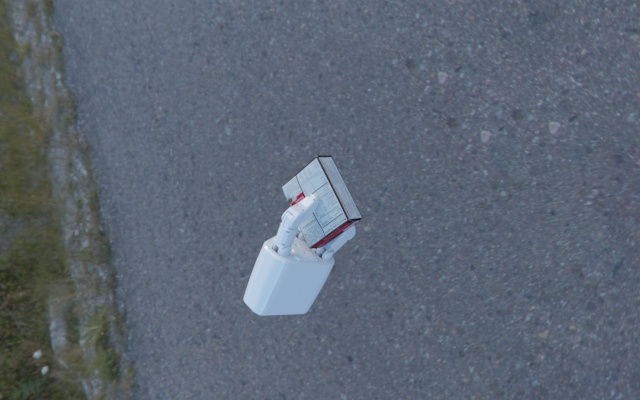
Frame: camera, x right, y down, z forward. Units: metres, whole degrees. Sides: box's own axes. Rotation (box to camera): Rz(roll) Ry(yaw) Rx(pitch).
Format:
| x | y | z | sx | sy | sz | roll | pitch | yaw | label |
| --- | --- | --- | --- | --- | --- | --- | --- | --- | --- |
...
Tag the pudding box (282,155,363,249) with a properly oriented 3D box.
| x | y | z | sx | sy | sz | roll | pitch | yaw | label |
| --- | --- | --- | --- | --- | --- | --- | --- | --- | --- |
| 0.000 | 0.002 | 0.709 | 0.090 | 0.113 | 0.039 | -37 | -19 | 34 | pudding box |
